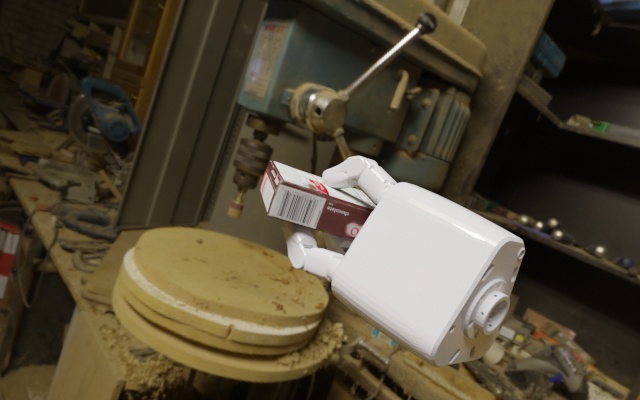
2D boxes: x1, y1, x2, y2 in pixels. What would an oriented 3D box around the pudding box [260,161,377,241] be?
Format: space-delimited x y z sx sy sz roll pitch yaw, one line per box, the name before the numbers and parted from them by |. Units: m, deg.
pudding box | 0.000 0.001 0.478 0.113 0.039 0.090 19 11 -17
